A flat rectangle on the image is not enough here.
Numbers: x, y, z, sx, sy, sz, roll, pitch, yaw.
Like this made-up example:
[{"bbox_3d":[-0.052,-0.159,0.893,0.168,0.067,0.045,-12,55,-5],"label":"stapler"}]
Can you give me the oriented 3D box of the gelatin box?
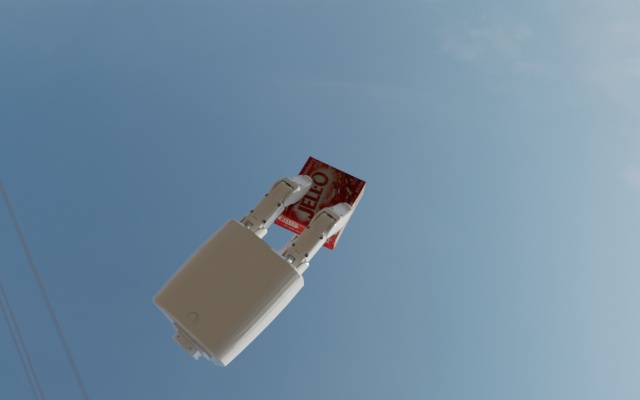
[{"bbox_3d":[0.000,0.002,0.535,0.073,0.089,0.030,25,-32,9],"label":"gelatin box"}]
